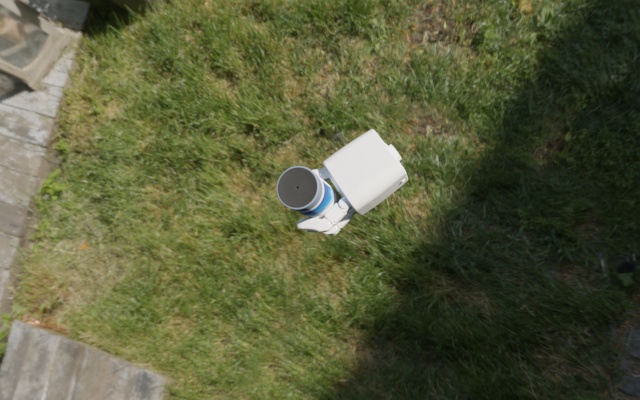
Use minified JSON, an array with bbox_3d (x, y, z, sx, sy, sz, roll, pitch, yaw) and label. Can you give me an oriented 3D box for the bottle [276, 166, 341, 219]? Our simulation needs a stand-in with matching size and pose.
[{"bbox_3d":[0.000,0.003,0.853,0.069,0.069,0.296,0,-9,14],"label":"bottle"}]
